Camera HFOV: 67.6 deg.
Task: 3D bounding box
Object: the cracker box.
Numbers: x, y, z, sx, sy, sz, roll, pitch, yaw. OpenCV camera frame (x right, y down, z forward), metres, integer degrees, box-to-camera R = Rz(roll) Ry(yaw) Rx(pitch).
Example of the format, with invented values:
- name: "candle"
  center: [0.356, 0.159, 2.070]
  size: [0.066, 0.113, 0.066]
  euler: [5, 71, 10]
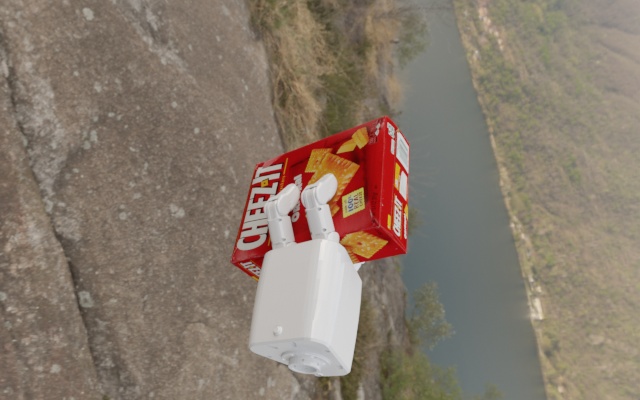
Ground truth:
- name: "cracker box"
  center: [0.000, 0.002, 0.594]
  size: [0.214, 0.164, 0.072]
  euler: [-16, -42, 31]
